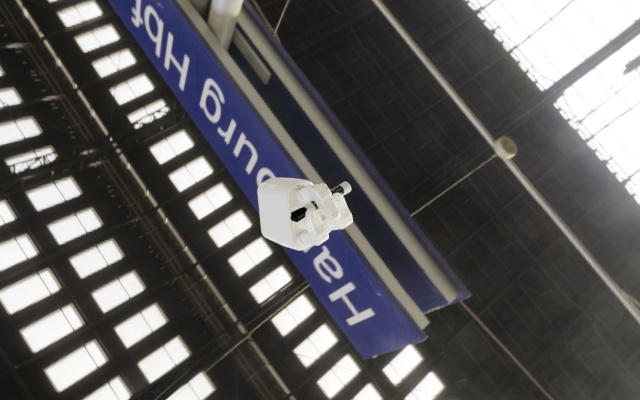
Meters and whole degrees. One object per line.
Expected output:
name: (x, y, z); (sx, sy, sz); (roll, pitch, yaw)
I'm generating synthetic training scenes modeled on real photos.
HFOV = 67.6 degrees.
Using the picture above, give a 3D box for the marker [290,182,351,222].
marker: (0.000, 0.003, 0.766); (0.121, 0.020, 0.020); (-30, 17, -31)
